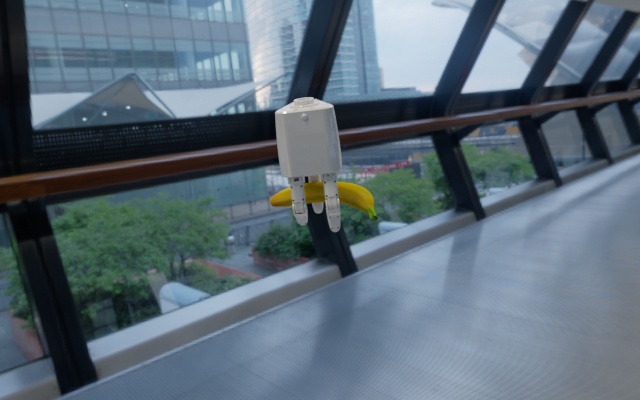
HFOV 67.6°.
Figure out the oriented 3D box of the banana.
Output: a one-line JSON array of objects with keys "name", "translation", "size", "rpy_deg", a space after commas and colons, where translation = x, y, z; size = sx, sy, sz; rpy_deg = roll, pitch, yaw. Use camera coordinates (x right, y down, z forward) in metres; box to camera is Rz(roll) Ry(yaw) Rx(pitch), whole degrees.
[{"name": "banana", "translation": [0.010, -0.007, 0.829], "size": [0.198, 0.037, 0.069], "rpy_deg": [6, 34, 22]}]
